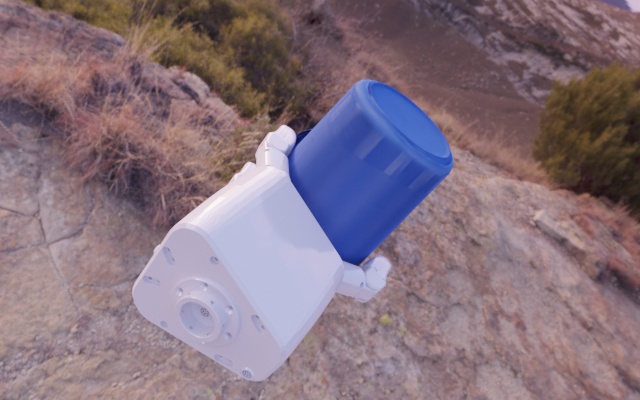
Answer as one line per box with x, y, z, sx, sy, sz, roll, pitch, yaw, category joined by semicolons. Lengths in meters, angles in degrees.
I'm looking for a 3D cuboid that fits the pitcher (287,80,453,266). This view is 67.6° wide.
0.000;0.002;0.458;0.243;0.149;0.145;-47;-2;30;pitcher
